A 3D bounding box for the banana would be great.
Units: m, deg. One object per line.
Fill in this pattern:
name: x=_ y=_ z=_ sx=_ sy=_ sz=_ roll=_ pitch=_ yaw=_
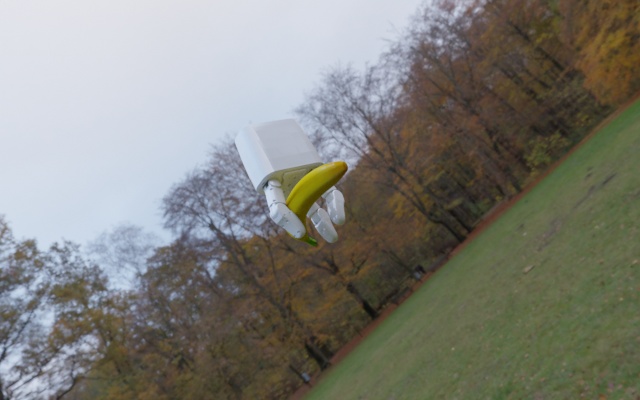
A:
banana: x=-0.018 y=0.004 z=0.720 sx=0.069 sy=0.037 sz=0.198 roll=0 pitch=-37 yaw=-18
